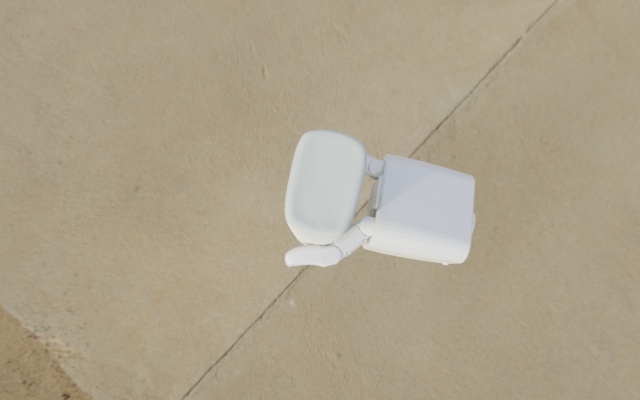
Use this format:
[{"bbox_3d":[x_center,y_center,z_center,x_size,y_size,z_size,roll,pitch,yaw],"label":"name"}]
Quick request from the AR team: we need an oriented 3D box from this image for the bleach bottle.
[{"bbox_3d":[0.000,0.002,0.553,0.068,0.102,0.251,13,-8,0],"label":"bleach bottle"}]
